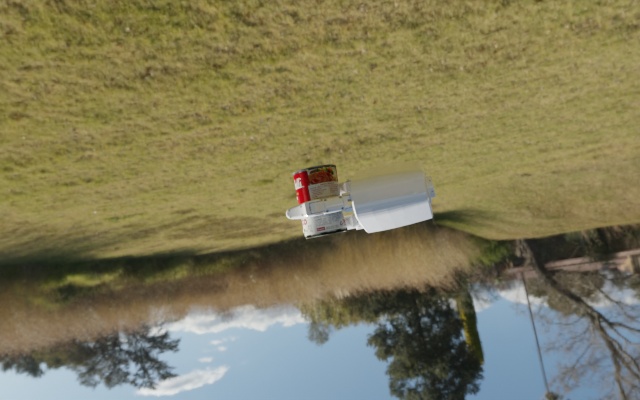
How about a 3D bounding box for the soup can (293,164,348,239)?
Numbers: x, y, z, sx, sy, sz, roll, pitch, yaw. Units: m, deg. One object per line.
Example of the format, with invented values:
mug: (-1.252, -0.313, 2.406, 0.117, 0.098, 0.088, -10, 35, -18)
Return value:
soup can: (0.000, 0.003, 0.728, 0.068, 0.102, 0.068, -11, -4, -1)
